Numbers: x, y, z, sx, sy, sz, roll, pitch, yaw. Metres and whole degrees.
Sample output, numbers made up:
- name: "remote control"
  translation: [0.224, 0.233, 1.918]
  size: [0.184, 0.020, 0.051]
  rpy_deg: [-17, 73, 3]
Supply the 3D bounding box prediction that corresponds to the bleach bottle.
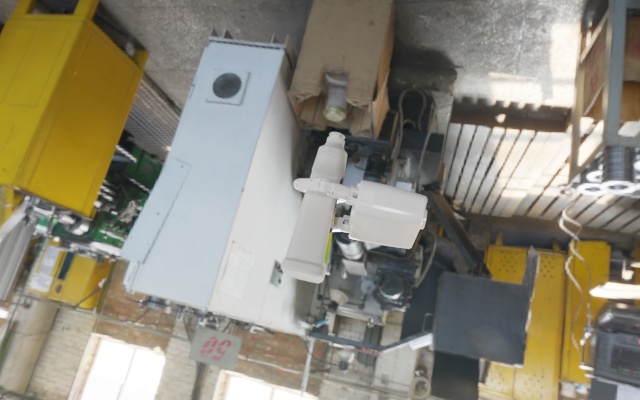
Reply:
- name: "bleach bottle"
  translation: [0.000, 0.003, 0.780]
  size: [0.068, 0.250, 0.102]
  rpy_deg: [12, -16, 5]
